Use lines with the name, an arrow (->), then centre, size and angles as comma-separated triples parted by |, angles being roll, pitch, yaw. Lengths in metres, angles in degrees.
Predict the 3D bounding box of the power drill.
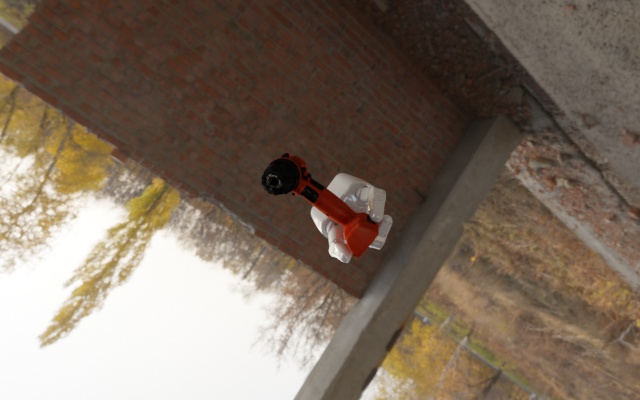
power drill -> 0.000, 0.003, 0.713 | 0.187, 0.057, 0.184 | 40, 12, -3
